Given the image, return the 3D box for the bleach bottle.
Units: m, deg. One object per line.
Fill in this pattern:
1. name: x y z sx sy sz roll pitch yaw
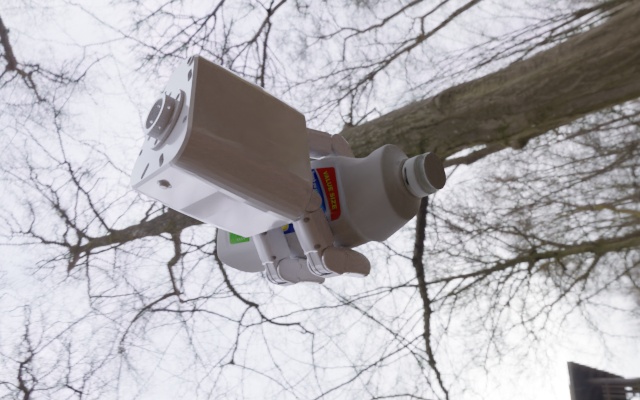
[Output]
1. bleach bottle: 0.000 0.002 0.439 0.068 0.102 0.251 25 -31 -36
